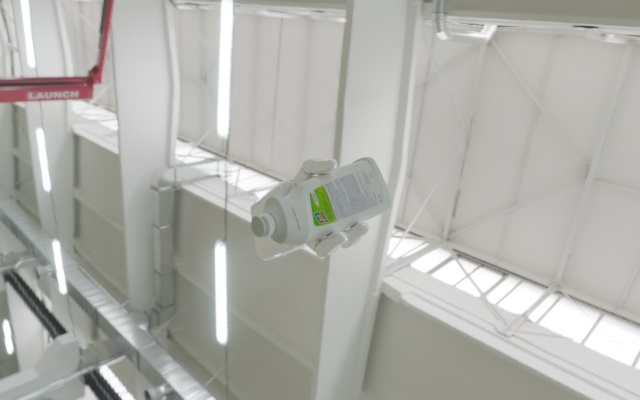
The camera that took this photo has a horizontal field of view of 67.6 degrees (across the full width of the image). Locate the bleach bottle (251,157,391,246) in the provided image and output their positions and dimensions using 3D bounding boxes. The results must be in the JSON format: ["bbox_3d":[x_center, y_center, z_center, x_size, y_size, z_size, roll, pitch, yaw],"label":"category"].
[{"bbox_3d":[0.000,0.002,0.714,0.251,0.102,0.068,-16,-10,-44],"label":"bleach bottle"}]
